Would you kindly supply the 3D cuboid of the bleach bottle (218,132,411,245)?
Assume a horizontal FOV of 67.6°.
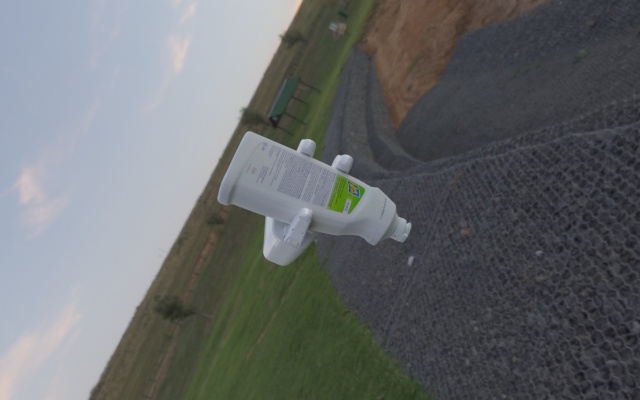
[{"bbox_3d":[0.000,0.002,0.634,0.251,0.102,0.068,23,-28,-6],"label":"bleach bottle"}]
